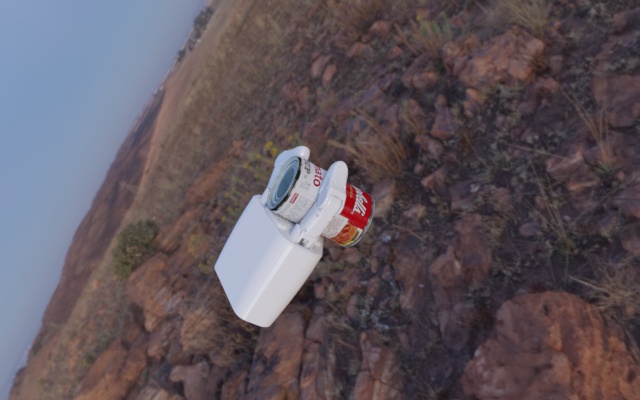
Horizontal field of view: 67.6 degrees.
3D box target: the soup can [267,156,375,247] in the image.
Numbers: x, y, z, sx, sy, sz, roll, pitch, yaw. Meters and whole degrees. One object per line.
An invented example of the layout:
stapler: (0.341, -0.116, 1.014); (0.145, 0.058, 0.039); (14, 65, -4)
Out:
soup can: (0.000, 0.001, 0.535); (0.102, 0.068, 0.068); (28, -11, -22)
